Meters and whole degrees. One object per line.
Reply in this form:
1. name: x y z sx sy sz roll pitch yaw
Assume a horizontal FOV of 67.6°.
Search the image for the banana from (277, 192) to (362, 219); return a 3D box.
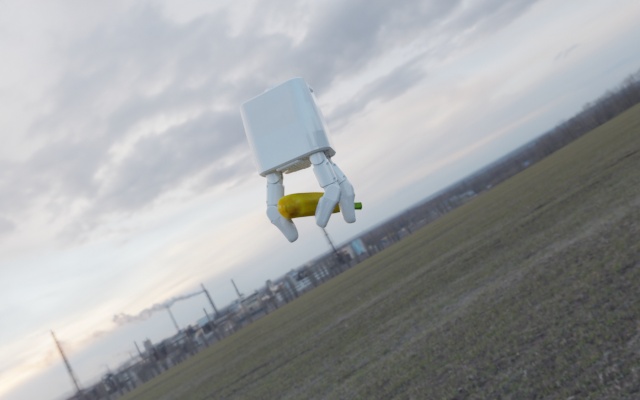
1. banana: -0.014 0.005 0.692 0.069 0.037 0.198 -10 -3 32
